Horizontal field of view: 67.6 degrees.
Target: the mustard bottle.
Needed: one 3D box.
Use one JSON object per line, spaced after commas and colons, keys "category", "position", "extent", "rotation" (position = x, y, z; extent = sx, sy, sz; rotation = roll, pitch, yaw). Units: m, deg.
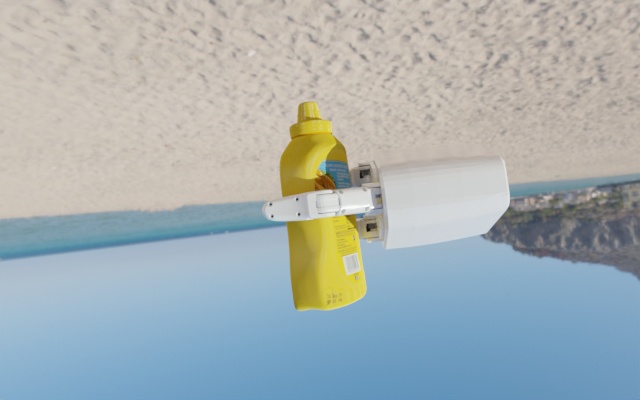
{"category": "mustard bottle", "position": [0.000, 0.002, 0.454], "extent": [0.058, 0.191, 0.096], "rotation": [-8, -3, 29]}
